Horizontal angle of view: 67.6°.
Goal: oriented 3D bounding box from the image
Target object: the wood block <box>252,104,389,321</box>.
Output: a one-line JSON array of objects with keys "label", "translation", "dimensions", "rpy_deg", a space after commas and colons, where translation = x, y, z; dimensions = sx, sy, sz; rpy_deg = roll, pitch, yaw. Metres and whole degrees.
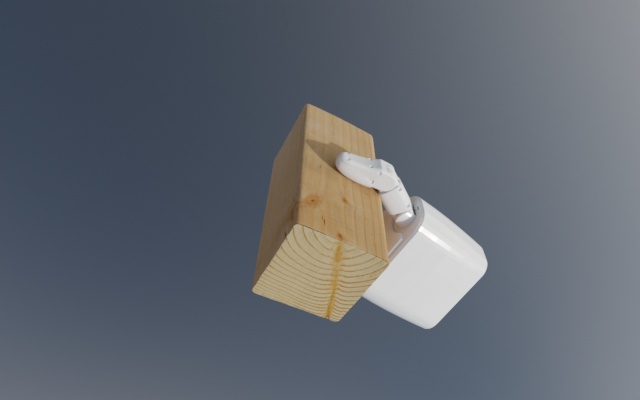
[{"label": "wood block", "translation": [0.001, 0.002, 0.481], "dimensions": [0.090, 0.091, 0.206], "rpy_deg": [24, 34, -17]}]
